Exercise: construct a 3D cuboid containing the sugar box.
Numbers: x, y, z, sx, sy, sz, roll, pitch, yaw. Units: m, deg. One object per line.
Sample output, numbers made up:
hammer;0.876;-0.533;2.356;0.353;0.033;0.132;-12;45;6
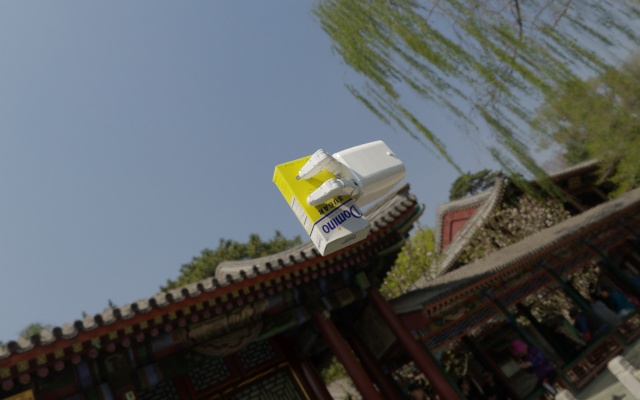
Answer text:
sugar box;0.000;0.002;0.821;0.093;0.176;0.048;-21;-32;-28
